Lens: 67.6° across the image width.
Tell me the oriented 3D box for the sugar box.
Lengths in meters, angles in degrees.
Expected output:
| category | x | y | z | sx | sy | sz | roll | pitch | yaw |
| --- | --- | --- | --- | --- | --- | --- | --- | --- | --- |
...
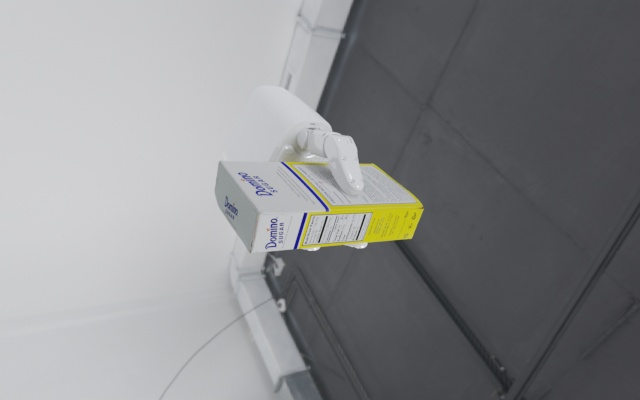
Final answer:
| category | x | y | z | sx | sy | sz | roll | pitch | yaw |
| --- | --- | --- | --- | --- | --- | --- | --- | --- | --- |
| sugar box | 0.000 | 0.002 | 0.444 | 0.176 | 0.048 | 0.093 | -4 | 32 | -31 |
